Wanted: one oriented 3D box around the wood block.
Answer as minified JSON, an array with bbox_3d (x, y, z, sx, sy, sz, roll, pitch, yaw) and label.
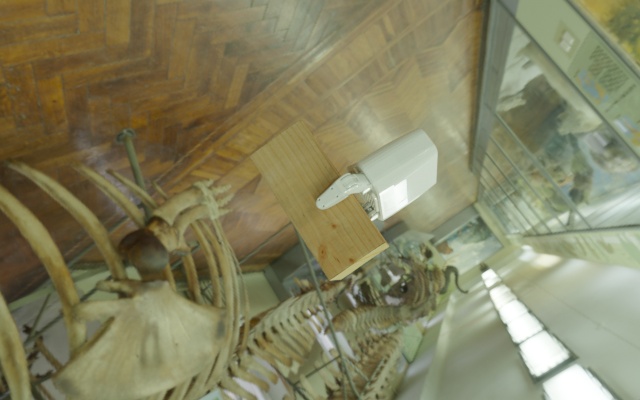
[{"bbox_3d":[0.000,0.002,0.679,0.090,0.206,0.091,-35,-14,5],"label":"wood block"}]
